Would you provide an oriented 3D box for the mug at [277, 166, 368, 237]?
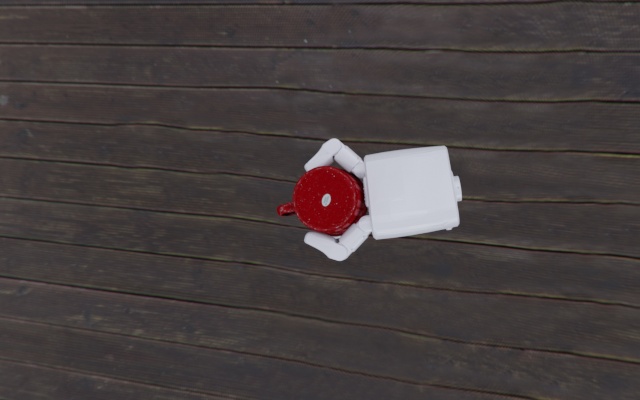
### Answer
[{"bbox_3d":[-0.001,0.002,0.615,0.117,0.093,0.081,-9,-5,10],"label":"mug"}]
